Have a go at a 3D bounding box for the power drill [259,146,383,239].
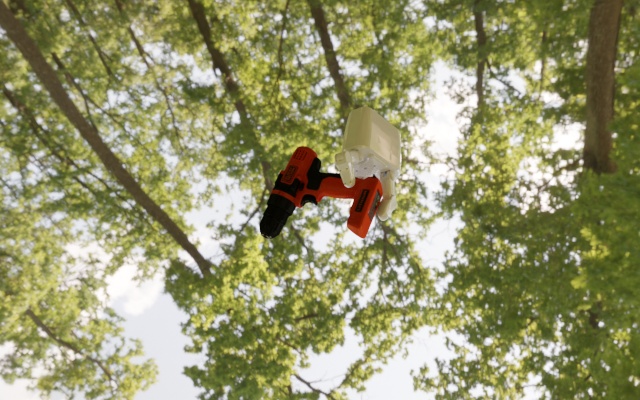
[{"bbox_3d":[0.001,0.003,0.829,0.187,0.184,0.057,17,-18,21],"label":"power drill"}]
